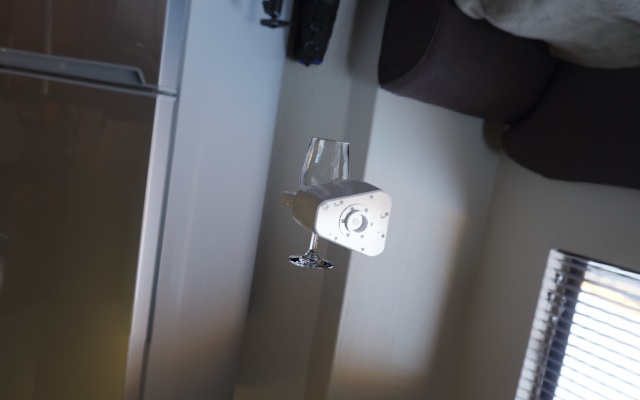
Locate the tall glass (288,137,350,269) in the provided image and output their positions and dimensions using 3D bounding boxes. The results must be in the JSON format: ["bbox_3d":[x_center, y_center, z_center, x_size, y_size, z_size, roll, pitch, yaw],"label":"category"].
[{"bbox_3d":[0.000,0.003,0.764,0.079,0.201,0.079,9,6,-1],"label":"tall glass"}]
